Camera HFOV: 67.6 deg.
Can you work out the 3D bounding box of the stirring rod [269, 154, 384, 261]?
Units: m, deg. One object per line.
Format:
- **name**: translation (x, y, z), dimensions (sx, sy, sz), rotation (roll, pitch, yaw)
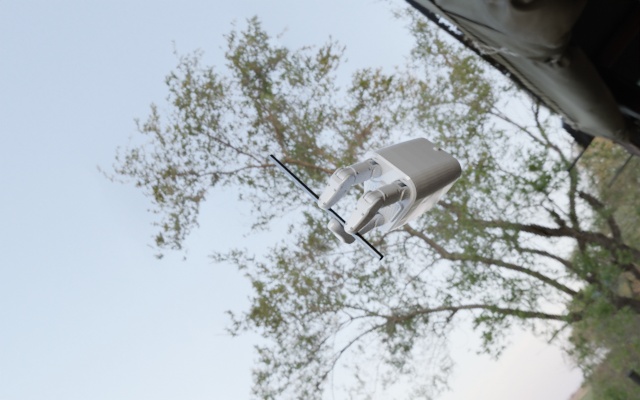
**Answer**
- **stirring rod**: translation (0.000, 0.002, 0.644), dimensions (0.011, 0.011, 0.239), rotation (0, 34, -48)
